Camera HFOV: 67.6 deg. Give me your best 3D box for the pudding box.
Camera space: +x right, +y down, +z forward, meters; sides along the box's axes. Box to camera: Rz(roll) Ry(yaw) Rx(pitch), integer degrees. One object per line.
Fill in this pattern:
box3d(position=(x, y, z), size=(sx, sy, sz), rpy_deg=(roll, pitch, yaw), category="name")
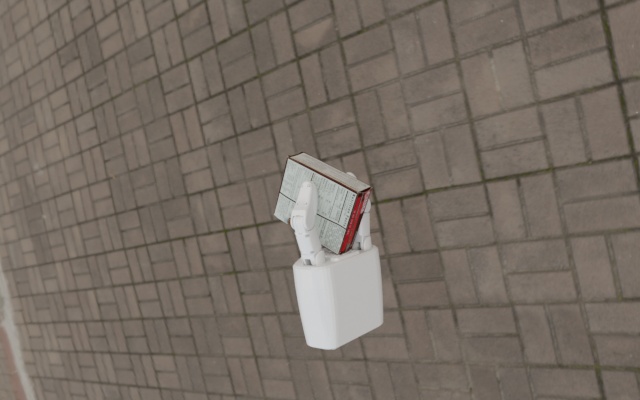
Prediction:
box3d(position=(0.000, 0.002, 0.599), size=(0.113, 0.090, 0.039), rpy_deg=(28, 27, 24), category="pudding box")
